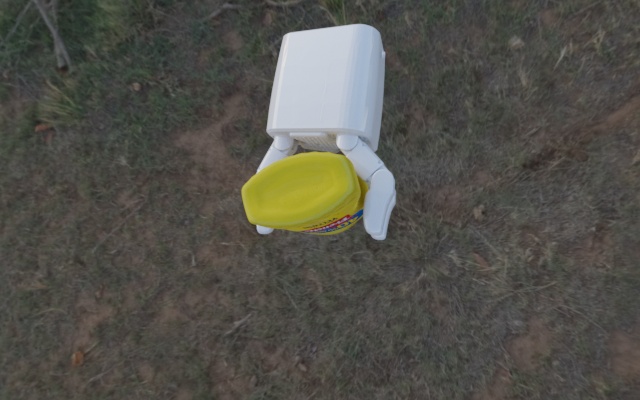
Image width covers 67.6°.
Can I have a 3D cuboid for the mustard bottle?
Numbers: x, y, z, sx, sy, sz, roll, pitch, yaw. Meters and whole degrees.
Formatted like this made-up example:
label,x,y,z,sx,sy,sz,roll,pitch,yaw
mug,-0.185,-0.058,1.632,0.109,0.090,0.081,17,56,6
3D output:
label,x,y,z,sx,sy,sz,roll,pitch,yaw
mustard bottle,0.000,0.002,0.473,0.096,0.058,0.191,-19,-10,10
